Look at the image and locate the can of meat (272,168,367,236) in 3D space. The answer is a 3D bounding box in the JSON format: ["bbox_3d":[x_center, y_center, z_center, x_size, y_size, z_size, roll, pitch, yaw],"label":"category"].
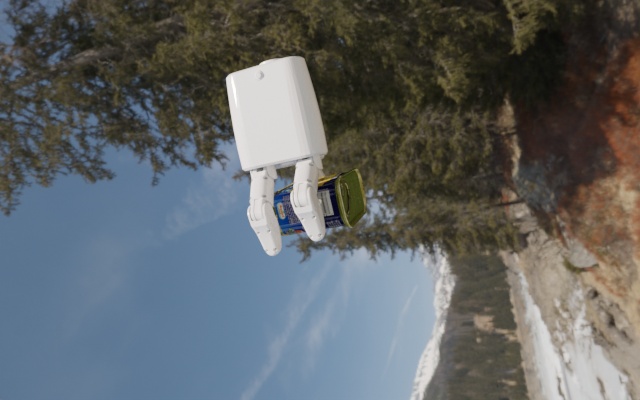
[{"bbox_3d":[0.000,0.002,0.553,0.084,0.057,0.102,-10,8,19],"label":"can of meat"}]
